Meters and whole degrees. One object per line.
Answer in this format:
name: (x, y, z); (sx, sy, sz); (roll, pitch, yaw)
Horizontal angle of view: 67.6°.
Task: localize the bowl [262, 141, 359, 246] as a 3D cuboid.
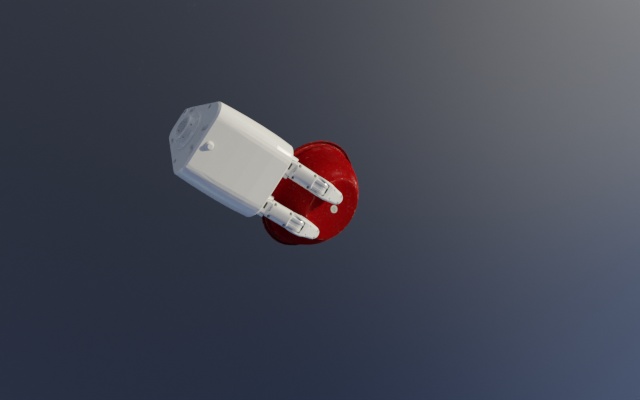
bowl: (0.001, 0.003, 0.662); (0.162, 0.162, 0.055); (0, 24, -43)
